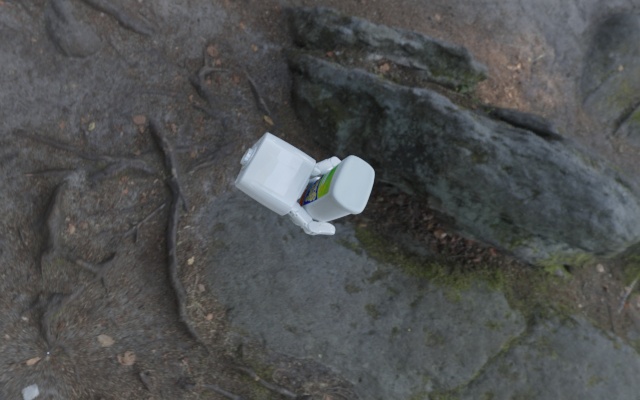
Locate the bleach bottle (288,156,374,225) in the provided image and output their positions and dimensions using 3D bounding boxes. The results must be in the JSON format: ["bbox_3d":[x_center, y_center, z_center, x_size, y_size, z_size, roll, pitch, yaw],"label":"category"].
[{"bbox_3d":[0.000,0.003,0.899,0.068,0.102,0.251,32,-29,-17],"label":"bleach bottle"}]
